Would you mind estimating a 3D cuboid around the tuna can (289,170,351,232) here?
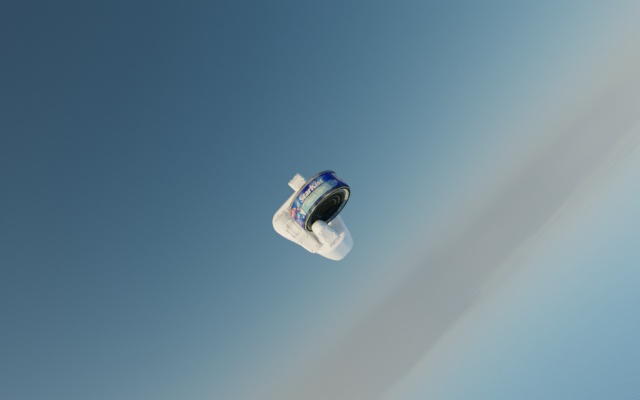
[{"bbox_3d":[0.000,0.002,0.650,0.033,0.086,0.086,45,21,23],"label":"tuna can"}]
